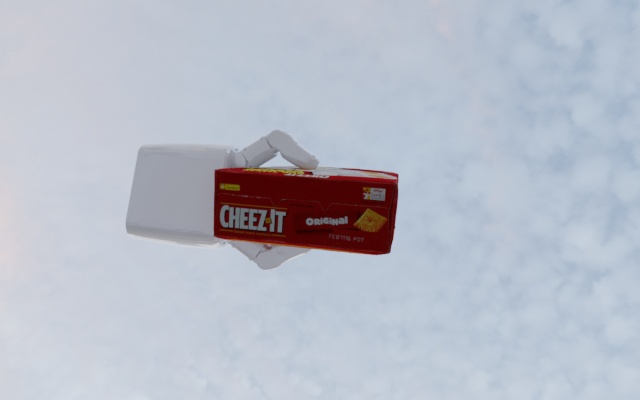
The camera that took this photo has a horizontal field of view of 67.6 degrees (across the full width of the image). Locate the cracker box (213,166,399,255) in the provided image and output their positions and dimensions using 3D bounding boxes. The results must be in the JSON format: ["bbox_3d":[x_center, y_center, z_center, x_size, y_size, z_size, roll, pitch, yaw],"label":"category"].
[{"bbox_3d":[0.000,0.001,0.517,0.164,0.072,0.213,4,6,9],"label":"cracker box"}]
